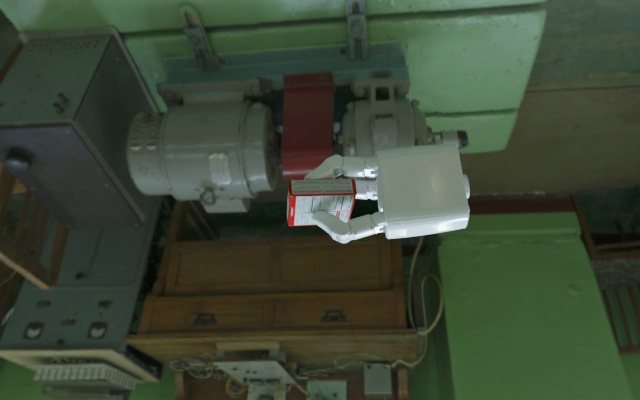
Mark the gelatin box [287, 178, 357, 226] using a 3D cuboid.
[{"bbox_3d":[0.000,0.003,0.647,0.089,0.030,0.073,-3,-34,-8],"label":"gelatin box"}]
